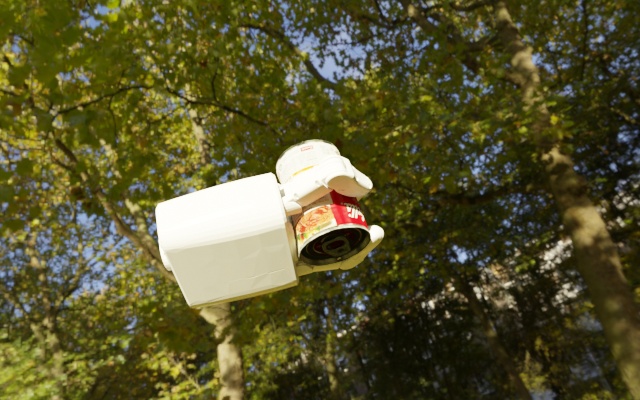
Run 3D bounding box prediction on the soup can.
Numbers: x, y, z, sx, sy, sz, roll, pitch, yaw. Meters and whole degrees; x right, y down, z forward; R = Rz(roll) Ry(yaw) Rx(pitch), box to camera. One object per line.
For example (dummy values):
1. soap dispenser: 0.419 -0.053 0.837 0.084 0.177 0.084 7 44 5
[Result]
1. soup can: 0.000 0.001 0.456 0.068 0.102 0.068 -13 -32 -8
